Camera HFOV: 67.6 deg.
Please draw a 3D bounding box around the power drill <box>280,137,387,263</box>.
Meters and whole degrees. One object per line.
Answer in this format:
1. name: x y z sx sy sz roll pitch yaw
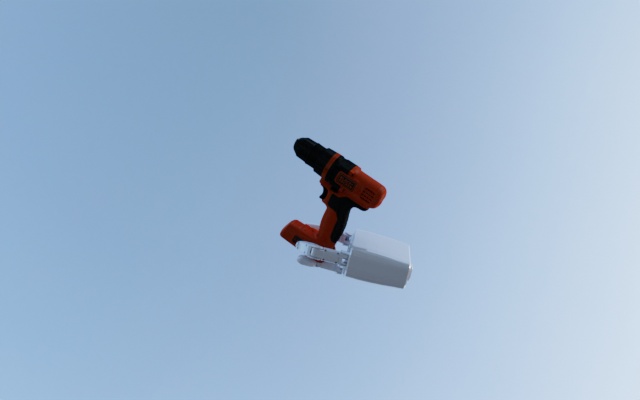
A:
1. power drill: 0.000 0.003 0.848 0.184 0.188 0.057 35 26 12
